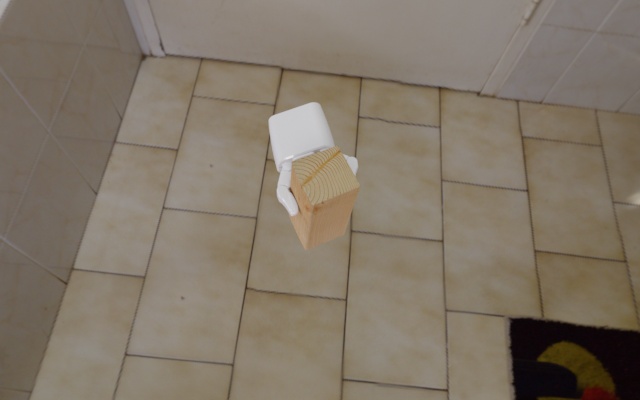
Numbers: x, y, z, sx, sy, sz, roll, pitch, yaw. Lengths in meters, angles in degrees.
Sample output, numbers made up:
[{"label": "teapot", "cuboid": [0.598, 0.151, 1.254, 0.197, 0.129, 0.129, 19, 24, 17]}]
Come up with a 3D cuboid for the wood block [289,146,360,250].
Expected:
[{"label": "wood block", "cuboid": [0.000, 0.003, 0.879, 0.091, 0.090, 0.206, -21, -23, -14]}]
